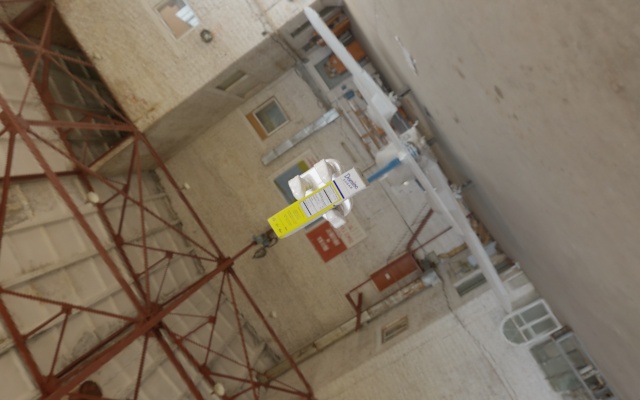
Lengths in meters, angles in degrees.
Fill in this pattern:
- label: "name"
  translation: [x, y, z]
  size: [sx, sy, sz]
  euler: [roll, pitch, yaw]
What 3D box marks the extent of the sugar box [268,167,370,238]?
- label: "sugar box"
  translation: [0.000, 0.002, 0.843]
  size: [0.176, 0.048, 0.093]
  euler: [-34, -3, 10]
